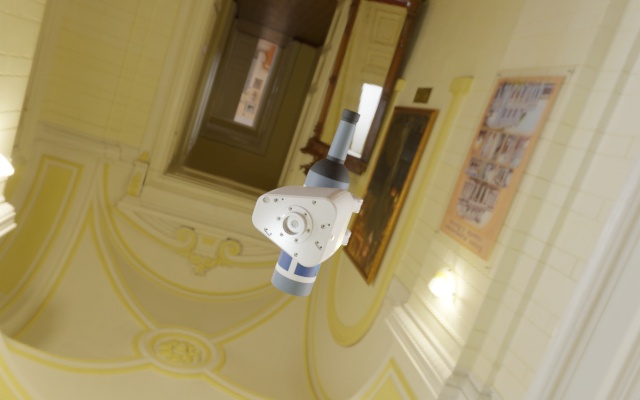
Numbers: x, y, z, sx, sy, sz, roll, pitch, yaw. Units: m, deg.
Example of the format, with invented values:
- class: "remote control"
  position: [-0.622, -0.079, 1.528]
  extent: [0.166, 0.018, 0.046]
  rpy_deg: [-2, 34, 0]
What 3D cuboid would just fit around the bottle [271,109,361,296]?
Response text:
- class: "bottle"
  position: [0.000, 0.003, 0.745]
  extent: [0.069, 0.296, 0.069]
  rpy_deg: [19, 10, -3]
